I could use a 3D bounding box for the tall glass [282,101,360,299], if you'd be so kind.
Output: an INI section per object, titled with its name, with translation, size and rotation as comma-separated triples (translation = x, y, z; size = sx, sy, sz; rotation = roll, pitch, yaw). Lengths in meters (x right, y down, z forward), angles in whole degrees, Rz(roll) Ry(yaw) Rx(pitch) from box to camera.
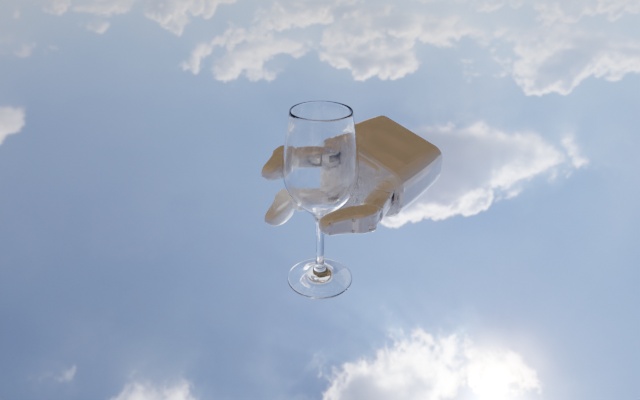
[tall glass]
translation = 0.000, 0.002, 0.501
size = 0.079, 0.201, 0.079
rotation = 0, 29, 0
